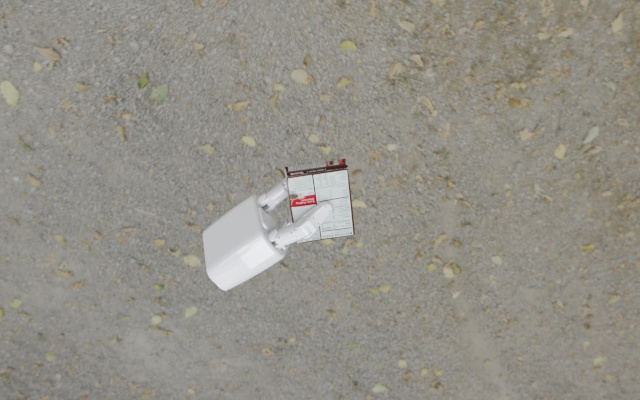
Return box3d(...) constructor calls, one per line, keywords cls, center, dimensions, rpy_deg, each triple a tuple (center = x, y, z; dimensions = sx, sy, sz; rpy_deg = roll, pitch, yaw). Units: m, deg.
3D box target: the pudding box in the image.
box3d(cls="pudding box", center=(0.000, 0.002, 0.689), dimensions=(0.090, 0.113, 0.039), rpy_deg=(-8, 28, -3))
